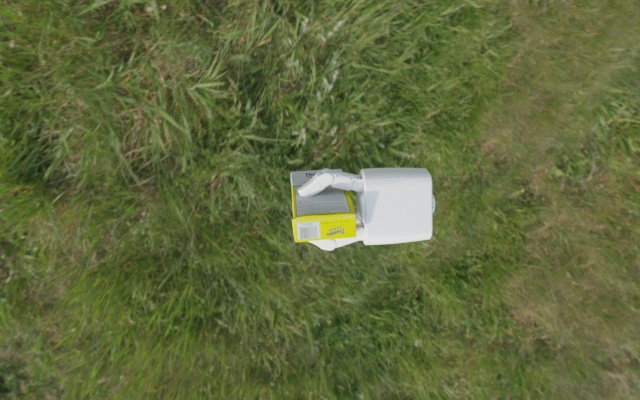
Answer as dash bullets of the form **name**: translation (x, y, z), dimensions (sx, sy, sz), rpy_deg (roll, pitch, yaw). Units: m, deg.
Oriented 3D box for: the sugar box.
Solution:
- **sugar box**: translation (0.000, 0.003, 0.766), dimensions (0.093, 0.048, 0.176), rpy_deg (-3, 24, -2)
